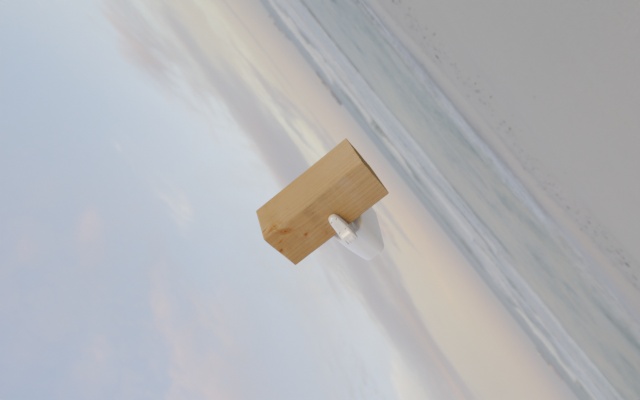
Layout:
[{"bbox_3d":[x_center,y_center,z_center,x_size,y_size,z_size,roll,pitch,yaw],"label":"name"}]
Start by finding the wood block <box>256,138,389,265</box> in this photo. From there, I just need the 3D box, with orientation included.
[{"bbox_3d":[0.000,0.003,0.825,0.090,0.206,0.090,45,11,-36],"label":"wood block"}]
